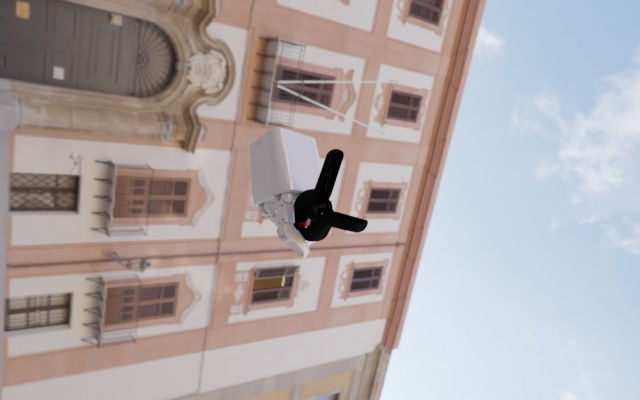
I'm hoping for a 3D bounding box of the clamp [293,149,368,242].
[{"bbox_3d":[0.001,0.002,0.699,0.039,0.120,0.171,1,-15,-36],"label":"clamp"}]
